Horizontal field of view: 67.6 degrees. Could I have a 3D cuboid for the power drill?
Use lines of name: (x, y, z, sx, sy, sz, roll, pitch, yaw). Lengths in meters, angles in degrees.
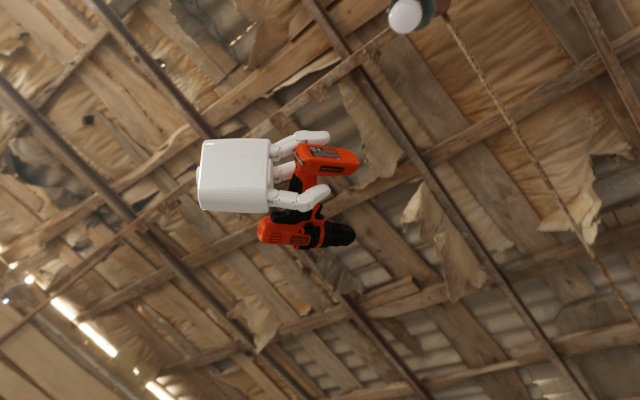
power drill: (0.000, 0.002, 0.810, 0.184, 0.188, 0.057, 4, 31, -27)
